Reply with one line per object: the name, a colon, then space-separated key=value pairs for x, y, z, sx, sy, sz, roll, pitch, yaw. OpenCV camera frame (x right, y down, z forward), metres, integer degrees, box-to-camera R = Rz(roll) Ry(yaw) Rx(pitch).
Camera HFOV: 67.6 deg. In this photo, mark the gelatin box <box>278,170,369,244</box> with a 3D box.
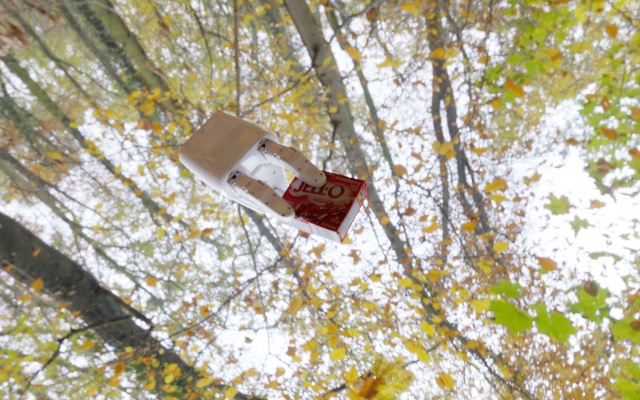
gelatin box: x=0.000 y=0.002 z=0.552 sx=0.089 sy=0.073 sz=0.030 roll=17 pitch=-28 yaw=28
